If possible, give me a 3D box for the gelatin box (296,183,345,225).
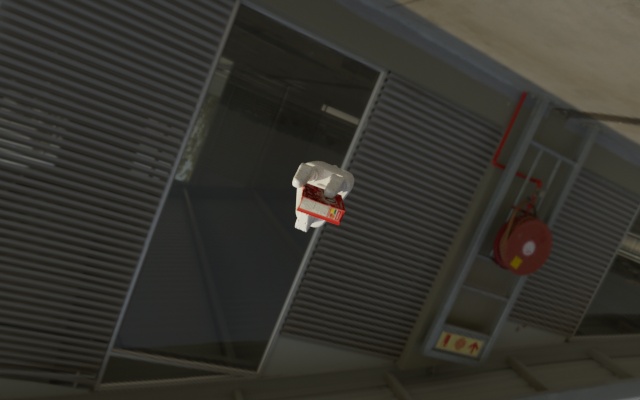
[{"bbox_3d":[0.000,0.003,0.780,0.073,0.030,0.089,20,16,-7],"label":"gelatin box"}]
